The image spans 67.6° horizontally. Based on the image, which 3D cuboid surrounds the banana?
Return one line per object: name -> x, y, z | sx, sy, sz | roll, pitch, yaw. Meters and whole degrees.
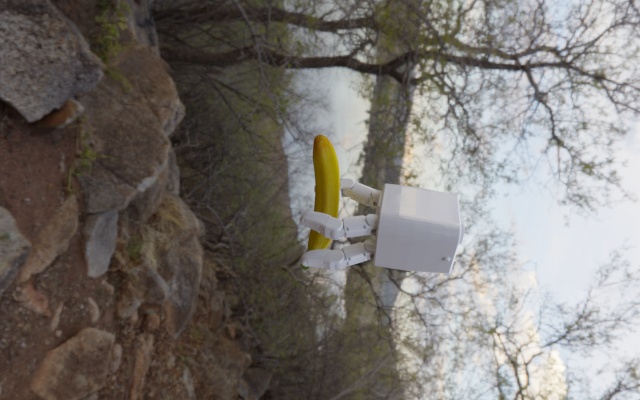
banana -> 0.005, -0.002, 0.667 | 0.037, 0.198, 0.069 | 11, 24, 13
